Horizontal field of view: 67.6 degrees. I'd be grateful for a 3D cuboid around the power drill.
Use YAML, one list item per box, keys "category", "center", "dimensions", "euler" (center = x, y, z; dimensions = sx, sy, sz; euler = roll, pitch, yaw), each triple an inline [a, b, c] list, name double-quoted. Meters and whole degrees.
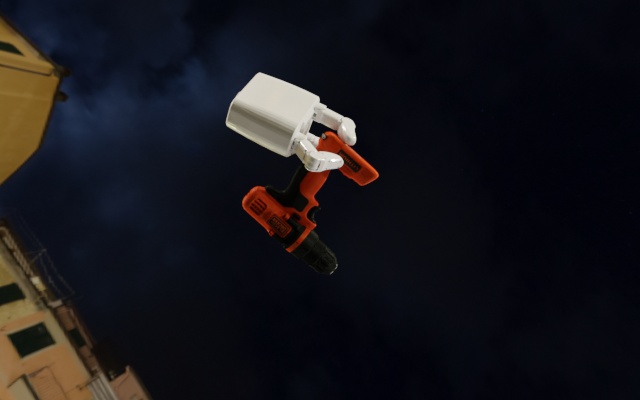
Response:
- category: "power drill"
  center: [0.000, 0.002, 0.744]
  dimensions: [0.184, 0.187, 0.057]
  euler: [42, 8, -10]
